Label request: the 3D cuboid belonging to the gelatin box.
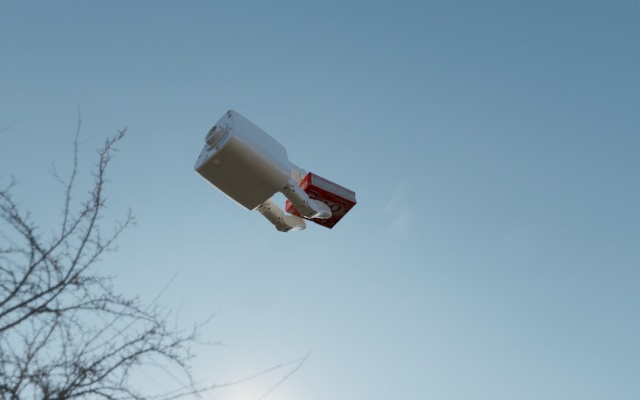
[{"bbox_3d":[0.000,0.002,0.753,0.089,0.030,0.073,22,-49,-24],"label":"gelatin box"}]
